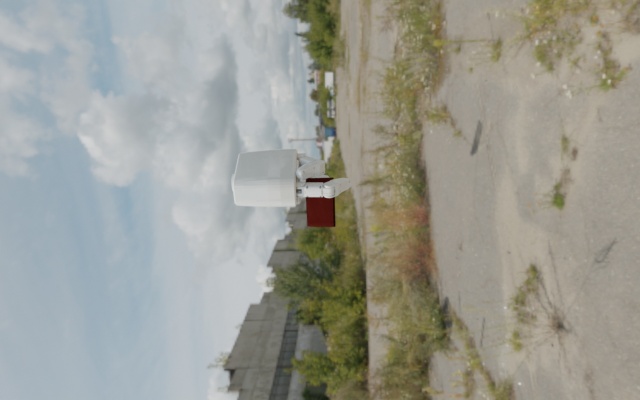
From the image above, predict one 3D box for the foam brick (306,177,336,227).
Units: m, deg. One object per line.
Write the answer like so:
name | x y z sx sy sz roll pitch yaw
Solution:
foam brick | 0.000 0.003 0.862 0.051 0.078 0.053 -2 24 0
